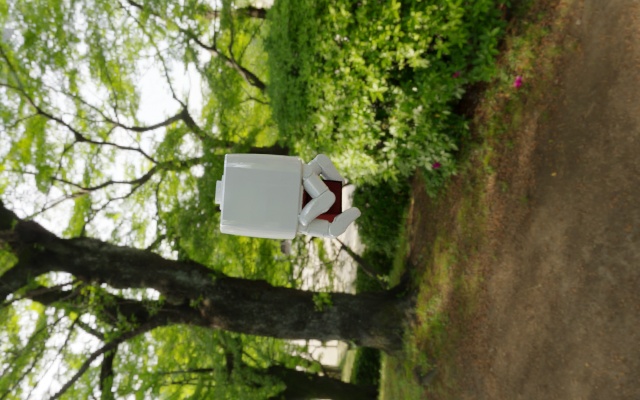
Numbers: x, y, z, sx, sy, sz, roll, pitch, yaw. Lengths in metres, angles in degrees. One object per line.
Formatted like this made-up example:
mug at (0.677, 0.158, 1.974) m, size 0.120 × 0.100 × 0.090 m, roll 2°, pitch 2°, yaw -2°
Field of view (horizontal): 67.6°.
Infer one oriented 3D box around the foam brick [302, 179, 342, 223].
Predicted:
foam brick at (0.000, 0.003, 0.726) m, size 0.051 × 0.053 × 0.078 m, roll 3°, pitch -15°, yaw -10°
